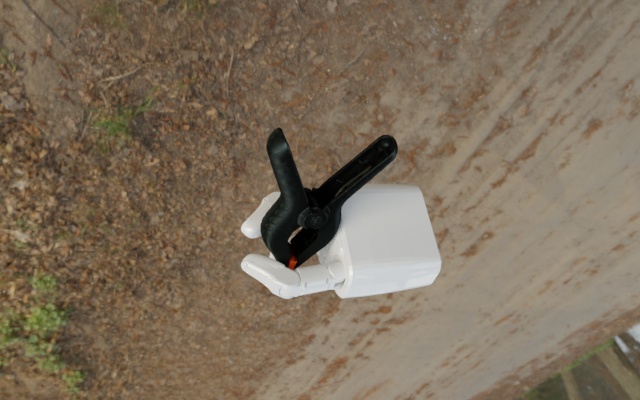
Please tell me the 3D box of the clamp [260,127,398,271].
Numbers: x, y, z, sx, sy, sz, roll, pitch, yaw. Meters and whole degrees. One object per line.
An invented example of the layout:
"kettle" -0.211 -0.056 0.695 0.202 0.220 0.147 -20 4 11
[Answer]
"clamp" 0.000 0.002 0.441 0.120 0.039 0.172 -3 -42 -19
